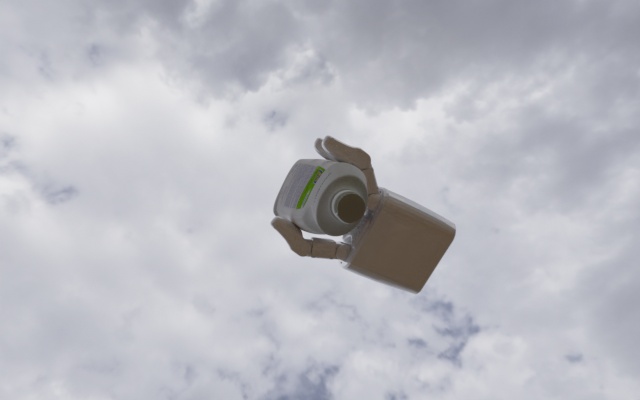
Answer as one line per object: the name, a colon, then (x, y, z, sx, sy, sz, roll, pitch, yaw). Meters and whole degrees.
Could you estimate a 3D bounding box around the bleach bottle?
bleach bottle: (0.000, 0.002, 0.568, 0.068, 0.102, 0.251, 24, 1, -13)
